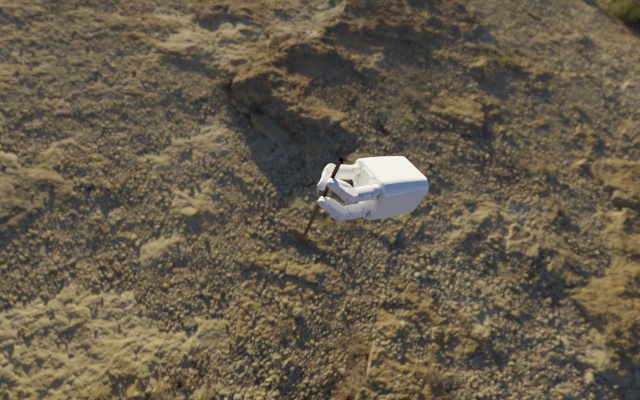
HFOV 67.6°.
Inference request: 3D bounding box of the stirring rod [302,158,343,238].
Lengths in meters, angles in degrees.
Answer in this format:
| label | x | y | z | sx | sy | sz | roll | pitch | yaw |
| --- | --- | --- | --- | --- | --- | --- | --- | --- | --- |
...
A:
| label | x | y | z | sx | sy | sz | roll | pitch | yaw |
| --- | --- | --- | --- | --- | --- | --- | --- | --- | --- |
| stirring rod | 0.000 | 0.003 | 0.899 | 0.011 | 0.011 | 0.240 | 0 | -37 | -21 |
